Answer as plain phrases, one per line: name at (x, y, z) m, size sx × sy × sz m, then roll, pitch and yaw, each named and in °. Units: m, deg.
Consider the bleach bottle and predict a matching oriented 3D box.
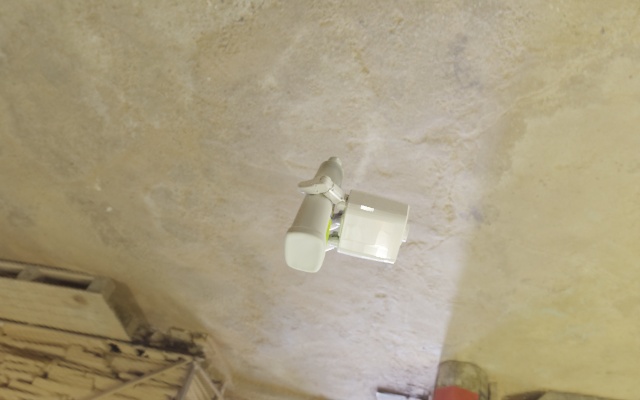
bleach bottle at (0.000, 0.003, 0.864) m, size 0.068 × 0.103 × 0.250 m, roll 13°, pitch 46°, yaw 6°
